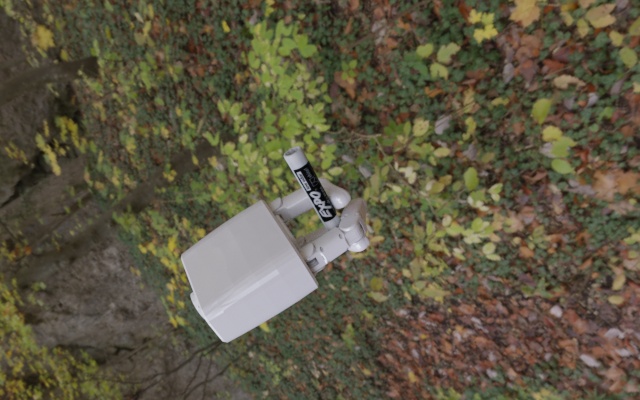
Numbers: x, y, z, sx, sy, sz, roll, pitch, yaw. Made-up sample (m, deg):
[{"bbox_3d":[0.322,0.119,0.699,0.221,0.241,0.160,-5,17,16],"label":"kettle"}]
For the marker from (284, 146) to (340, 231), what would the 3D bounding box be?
[{"bbox_3d":[0.000,0.002,0.469,0.020,0.121,0.020,-23,27,12],"label":"marker"}]
